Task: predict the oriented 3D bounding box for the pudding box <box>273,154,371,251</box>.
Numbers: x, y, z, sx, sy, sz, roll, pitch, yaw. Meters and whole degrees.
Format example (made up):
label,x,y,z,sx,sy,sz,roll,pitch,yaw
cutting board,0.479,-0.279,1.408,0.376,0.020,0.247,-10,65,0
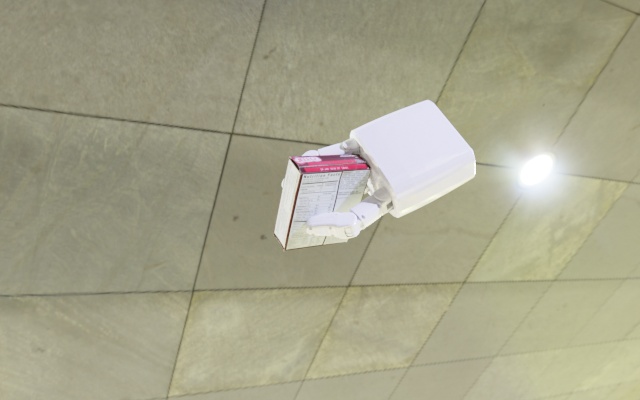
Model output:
label,x,y,z,sx,sy,sz,roll,pitch,yaw
pudding box,0.000,0.002,0.552,0.090,0.114,0.039,-4,36,-27
